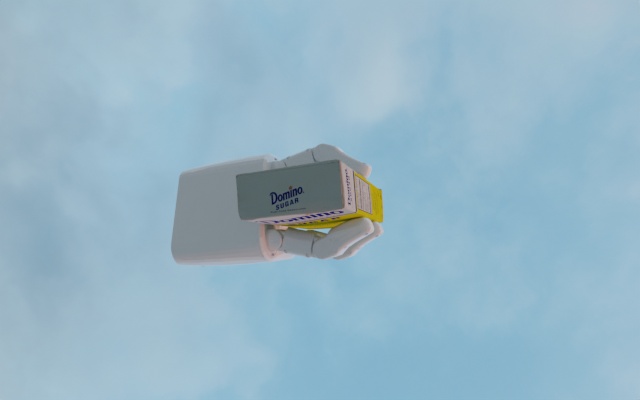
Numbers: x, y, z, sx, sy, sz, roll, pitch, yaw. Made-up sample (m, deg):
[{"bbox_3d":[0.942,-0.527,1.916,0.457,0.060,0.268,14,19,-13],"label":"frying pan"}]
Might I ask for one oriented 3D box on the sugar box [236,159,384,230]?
[{"bbox_3d":[0.000,0.002,0.460,0.093,0.048,0.176,-7,-6,17],"label":"sugar box"}]
